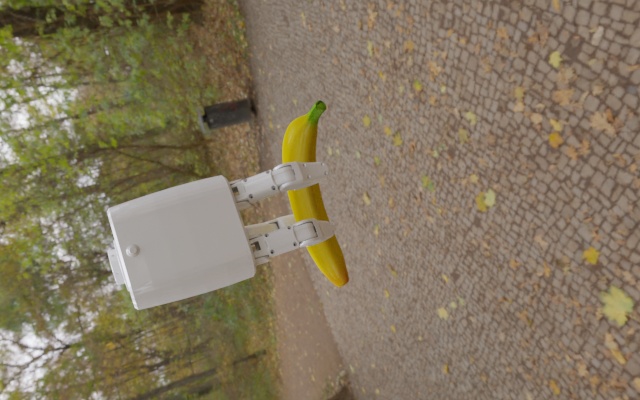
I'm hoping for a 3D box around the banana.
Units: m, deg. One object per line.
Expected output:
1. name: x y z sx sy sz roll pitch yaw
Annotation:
1. banana: -0.009 -0.004 0.515 0.037 0.198 0.069 -16 14 -26
